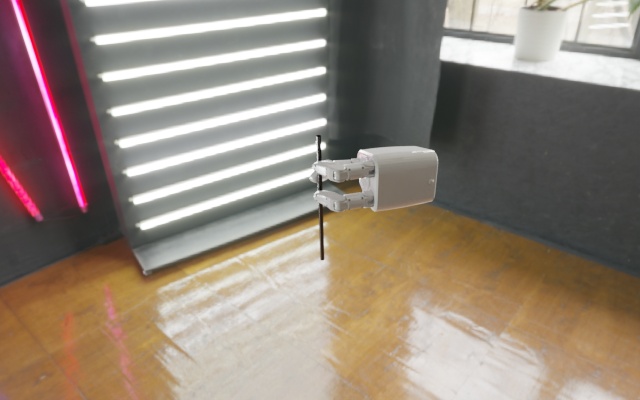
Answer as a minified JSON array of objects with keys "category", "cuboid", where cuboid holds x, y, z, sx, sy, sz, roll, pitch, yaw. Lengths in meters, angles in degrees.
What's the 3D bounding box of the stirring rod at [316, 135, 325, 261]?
[{"category":"stirring rod","cuboid":[0.000,0.003,0.813,0.011,0.240,0.011,-1,30,1]}]
